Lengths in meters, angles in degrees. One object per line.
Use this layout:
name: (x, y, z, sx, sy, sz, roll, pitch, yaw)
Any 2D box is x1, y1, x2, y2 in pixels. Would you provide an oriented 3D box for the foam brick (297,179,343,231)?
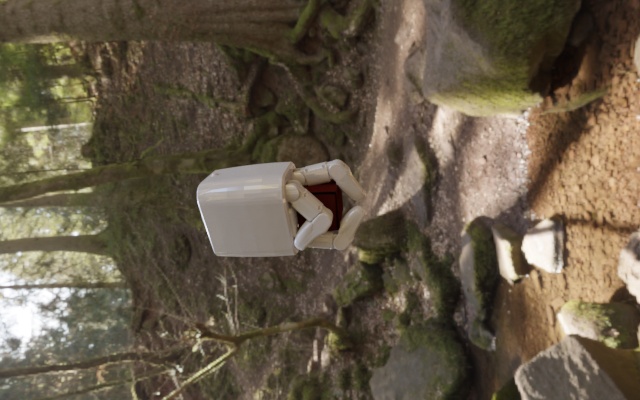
foam brick: (0.000, 0.002, 0.615, 0.051, 0.053, 0.078, -4, 18, 7)
